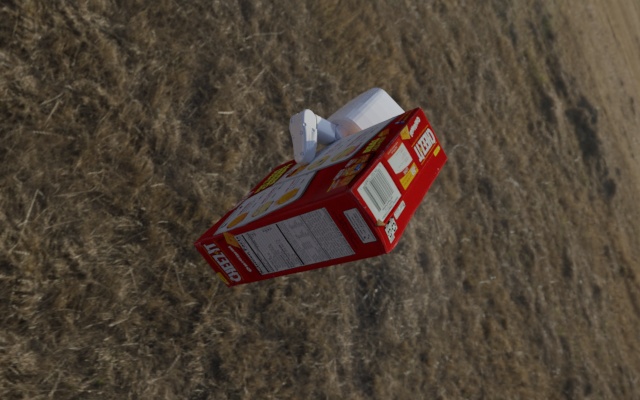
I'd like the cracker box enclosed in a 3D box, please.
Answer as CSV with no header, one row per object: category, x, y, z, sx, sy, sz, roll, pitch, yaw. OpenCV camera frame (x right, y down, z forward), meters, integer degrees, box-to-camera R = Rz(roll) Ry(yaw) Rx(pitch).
cracker box,0.000,0.001,0.481,0.214,0.072,0.164,-19,20,41
